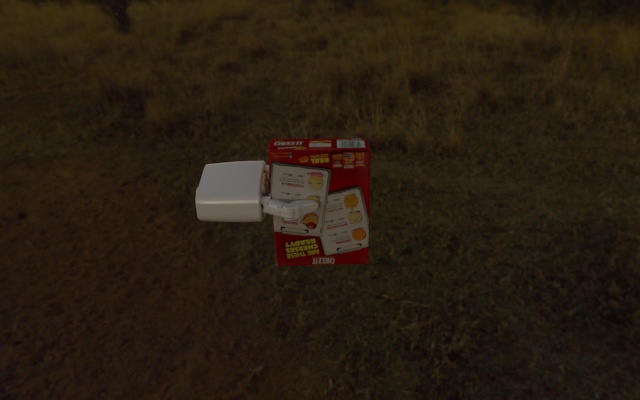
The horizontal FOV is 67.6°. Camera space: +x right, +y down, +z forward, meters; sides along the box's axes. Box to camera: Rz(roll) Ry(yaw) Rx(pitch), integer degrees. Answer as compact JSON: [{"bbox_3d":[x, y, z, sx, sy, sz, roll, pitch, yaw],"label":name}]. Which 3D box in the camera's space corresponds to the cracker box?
[{"bbox_3d":[0.000,0.003,0.813,0.164,0.214,0.072,-1,25,1],"label":"cracker box"}]
